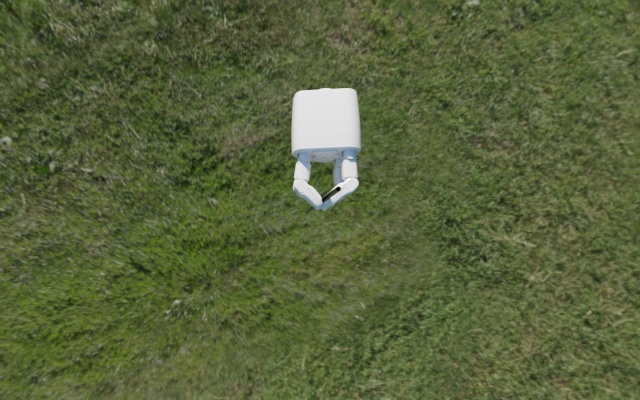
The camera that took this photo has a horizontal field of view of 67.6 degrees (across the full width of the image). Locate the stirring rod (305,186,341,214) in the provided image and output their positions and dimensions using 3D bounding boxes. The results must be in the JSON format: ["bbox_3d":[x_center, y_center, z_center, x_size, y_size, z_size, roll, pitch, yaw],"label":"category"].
[{"bbox_3d":[0.000,0.003,0.813,0.011,0.011,0.239,0,-9,-13],"label":"stirring rod"}]
